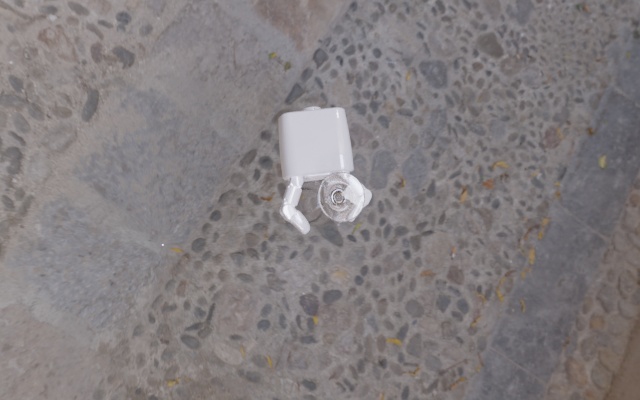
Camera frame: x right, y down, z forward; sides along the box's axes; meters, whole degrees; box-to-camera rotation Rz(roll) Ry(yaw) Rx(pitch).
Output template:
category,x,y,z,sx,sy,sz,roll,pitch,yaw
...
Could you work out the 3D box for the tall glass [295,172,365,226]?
category,x,y,z,sx,sy,sz,roll,pitch,yaw
tall glass,0.000,0.003,0.792,0.079,0.079,0.201,0,-5,-18
